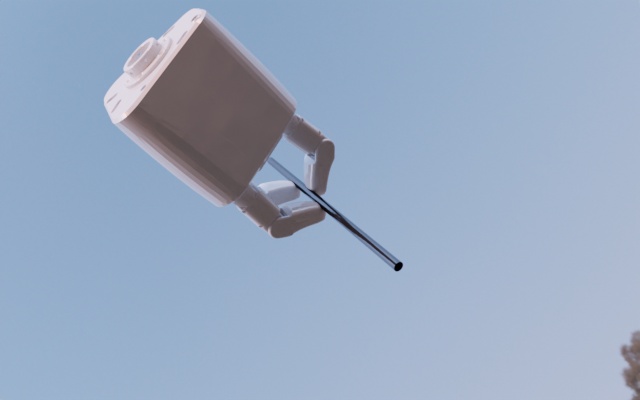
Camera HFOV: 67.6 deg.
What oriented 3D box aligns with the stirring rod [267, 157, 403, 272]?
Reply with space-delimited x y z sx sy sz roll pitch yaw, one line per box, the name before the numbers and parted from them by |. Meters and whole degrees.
stirring rod | 0.000 0.001 0.437 0.011 0.011 0.239 0 22 -30
